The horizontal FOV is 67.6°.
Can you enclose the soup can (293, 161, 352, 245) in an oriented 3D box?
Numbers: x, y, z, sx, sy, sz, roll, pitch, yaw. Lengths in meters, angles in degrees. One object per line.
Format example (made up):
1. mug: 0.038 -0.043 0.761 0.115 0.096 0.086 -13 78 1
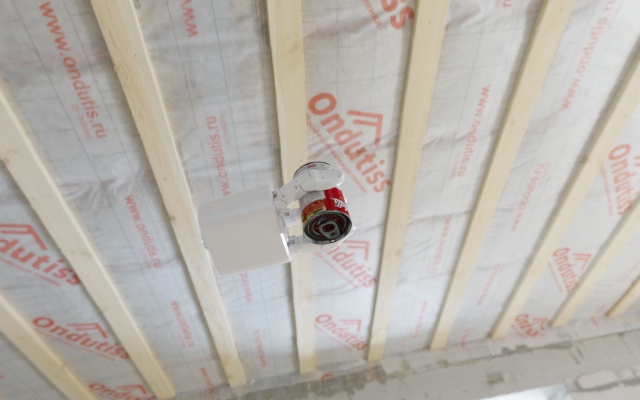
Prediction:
1. soup can: 0.001 0.002 0.673 0.068 0.102 0.069 -8 -43 -7
